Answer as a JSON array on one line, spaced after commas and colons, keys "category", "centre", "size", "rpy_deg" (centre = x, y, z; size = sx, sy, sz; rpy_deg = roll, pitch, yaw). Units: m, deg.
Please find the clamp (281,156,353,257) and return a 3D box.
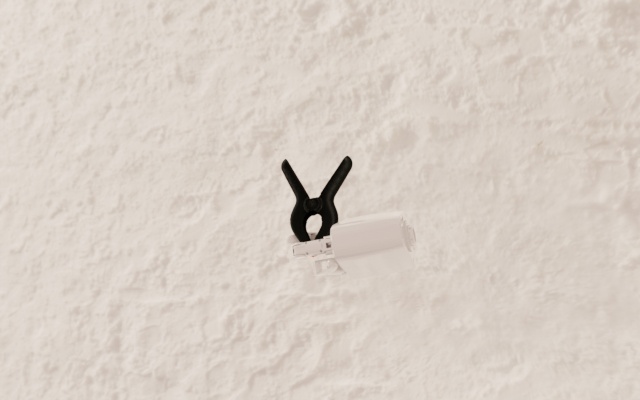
[{"category": "clamp", "centre": [0.000, 0.003, 0.772], "size": [0.120, 0.171, 0.039], "rpy_deg": [-12, -16, 17]}]
